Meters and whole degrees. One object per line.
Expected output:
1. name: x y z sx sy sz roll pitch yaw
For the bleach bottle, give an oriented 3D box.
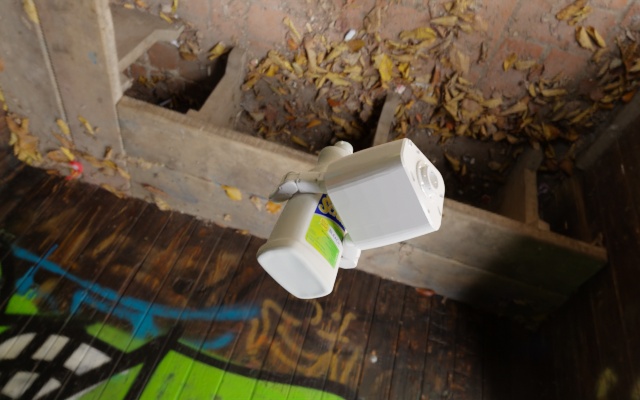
1. bleach bottle: 0.000 0.002 0.647 0.068 0.250 0.103 -17 -53 33
